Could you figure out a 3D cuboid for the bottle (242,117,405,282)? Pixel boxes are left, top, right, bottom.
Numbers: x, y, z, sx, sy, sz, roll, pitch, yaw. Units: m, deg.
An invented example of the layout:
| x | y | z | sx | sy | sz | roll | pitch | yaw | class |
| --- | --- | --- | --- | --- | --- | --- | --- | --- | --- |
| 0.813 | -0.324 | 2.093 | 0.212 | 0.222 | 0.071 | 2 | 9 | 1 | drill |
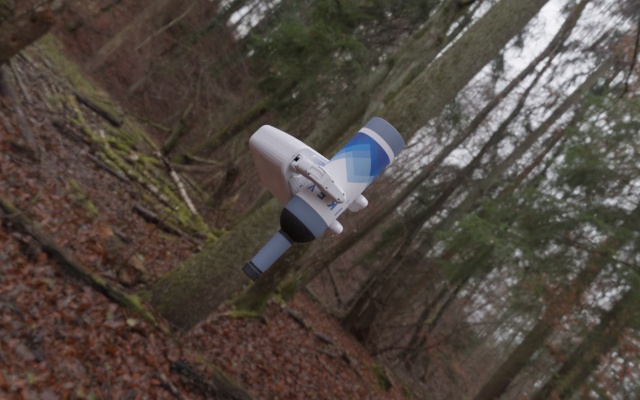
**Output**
| x | y | z | sx | sy | sz | roll | pitch | yaw | class |
| --- | --- | --- | --- | --- | --- | --- | --- | --- | --- |
| 0.000 | 0.002 | 0.696 | 0.069 | 0.295 | 0.069 | 43 | -9 | 9 | bottle |
